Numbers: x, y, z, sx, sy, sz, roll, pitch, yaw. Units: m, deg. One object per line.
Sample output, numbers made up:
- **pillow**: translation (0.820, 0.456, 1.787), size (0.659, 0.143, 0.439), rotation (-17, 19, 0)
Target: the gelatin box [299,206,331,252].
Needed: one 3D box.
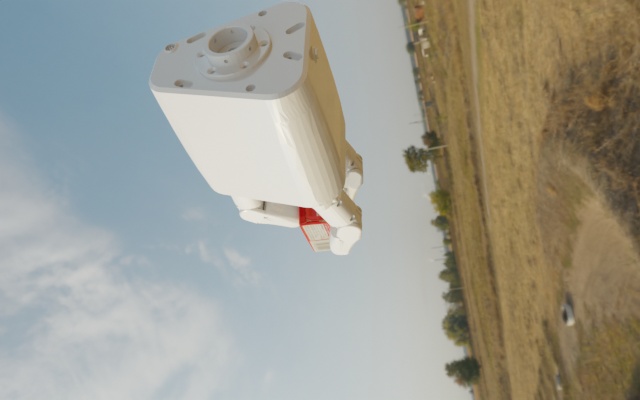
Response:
- **gelatin box**: translation (0.000, 0.002, 0.455), size (0.030, 0.073, 0.089), rotation (-5, -22, 7)
